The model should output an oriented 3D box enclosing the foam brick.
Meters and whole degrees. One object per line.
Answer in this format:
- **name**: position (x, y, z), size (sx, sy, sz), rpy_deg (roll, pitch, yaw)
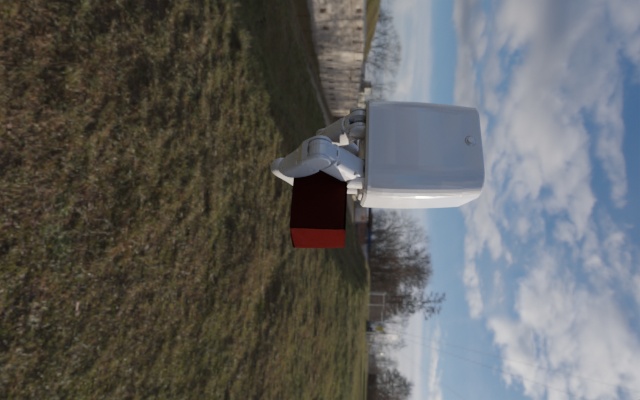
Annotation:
- **foam brick**: position (0.000, 0.002, 0.455), size (0.051, 0.078, 0.053), rpy_deg (3, -24, 2)
